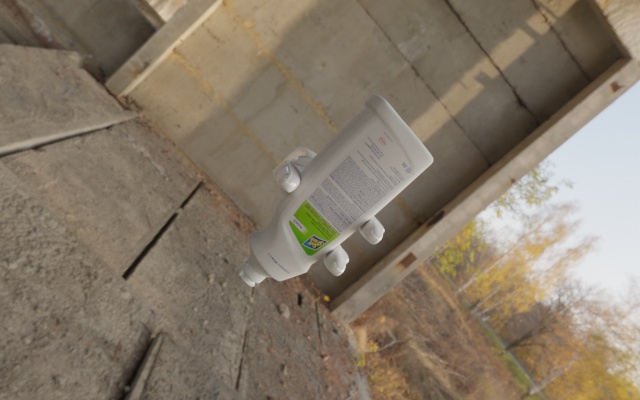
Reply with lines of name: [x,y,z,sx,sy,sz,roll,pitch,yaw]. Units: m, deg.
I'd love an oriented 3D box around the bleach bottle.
bleach bottle: [0.000,0.002,0.541,0.251,0.102,0.068,-41,14,8]
